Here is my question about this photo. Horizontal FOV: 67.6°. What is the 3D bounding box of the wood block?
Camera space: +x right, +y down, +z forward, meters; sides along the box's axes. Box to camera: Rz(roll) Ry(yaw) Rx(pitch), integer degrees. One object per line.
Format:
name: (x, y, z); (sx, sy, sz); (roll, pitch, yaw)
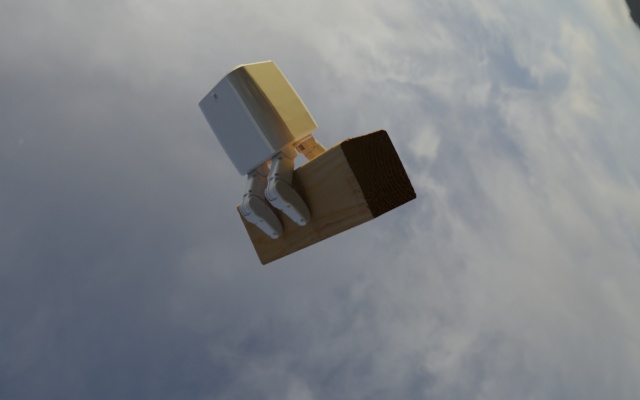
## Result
wood block: (0.000, 0.002, 0.590); (0.091, 0.090, 0.206); (-23, -3, -45)
